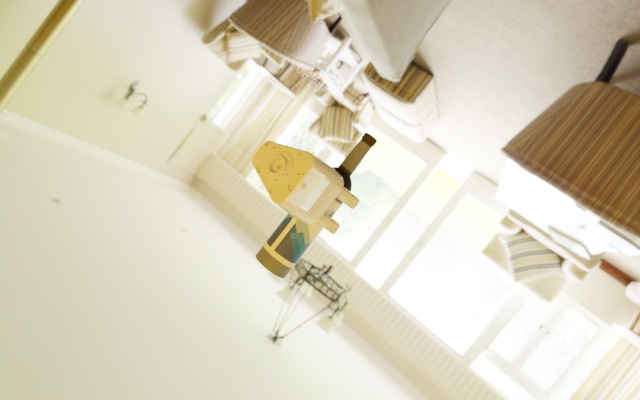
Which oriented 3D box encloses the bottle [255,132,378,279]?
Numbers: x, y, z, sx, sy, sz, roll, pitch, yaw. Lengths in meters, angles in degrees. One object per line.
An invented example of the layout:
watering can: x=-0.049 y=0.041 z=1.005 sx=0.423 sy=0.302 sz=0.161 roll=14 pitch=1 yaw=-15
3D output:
bottle: x=0.000 y=0.003 z=0.848 sx=0.069 sy=0.296 sz=0.069 roll=38 pitch=2 yaw=-2
